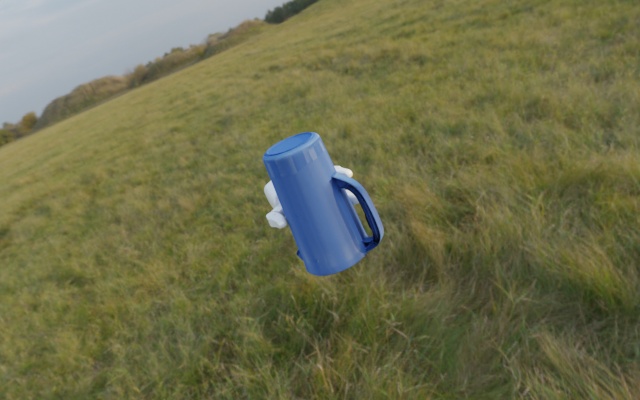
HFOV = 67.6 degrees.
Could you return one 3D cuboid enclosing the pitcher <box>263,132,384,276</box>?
[{"bbox_3d":[0.000,0.003,0.864,0.149,0.243,0.145,-28,21,-11],"label":"pitcher"}]
